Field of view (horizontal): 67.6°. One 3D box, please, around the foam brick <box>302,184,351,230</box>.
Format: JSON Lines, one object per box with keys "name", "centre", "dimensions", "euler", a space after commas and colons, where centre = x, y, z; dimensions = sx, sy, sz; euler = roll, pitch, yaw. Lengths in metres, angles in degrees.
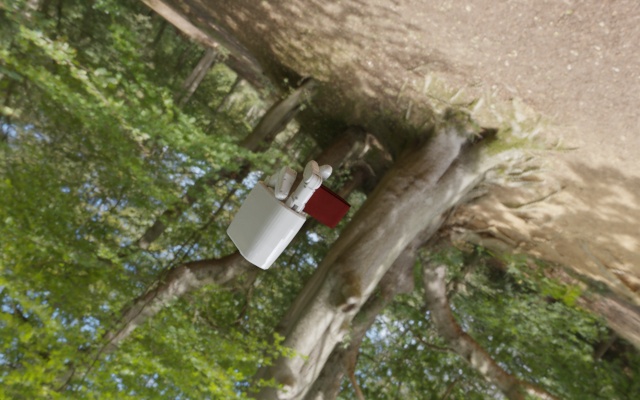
{"name": "foam brick", "centre": [0.000, 0.003, 0.799], "dimensions": [0.078, 0.051, 0.053], "euler": [33, 5, -24]}
